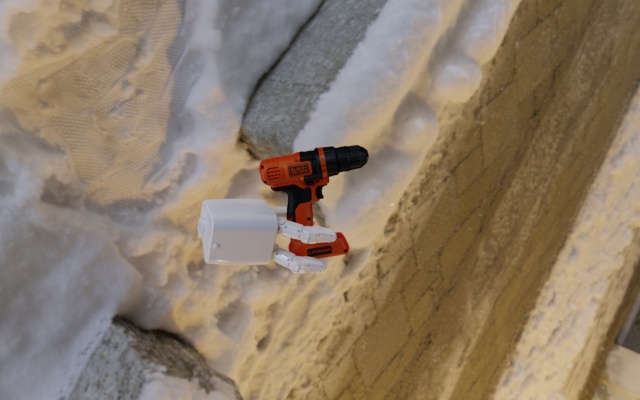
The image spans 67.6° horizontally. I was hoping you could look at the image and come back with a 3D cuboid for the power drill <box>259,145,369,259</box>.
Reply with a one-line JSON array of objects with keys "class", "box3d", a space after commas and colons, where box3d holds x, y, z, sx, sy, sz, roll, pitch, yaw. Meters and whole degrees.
[{"class": "power drill", "box3d": [0.000, 0.003, 0.817, 0.184, 0.188, 0.057, -9, 15, 1]}]
